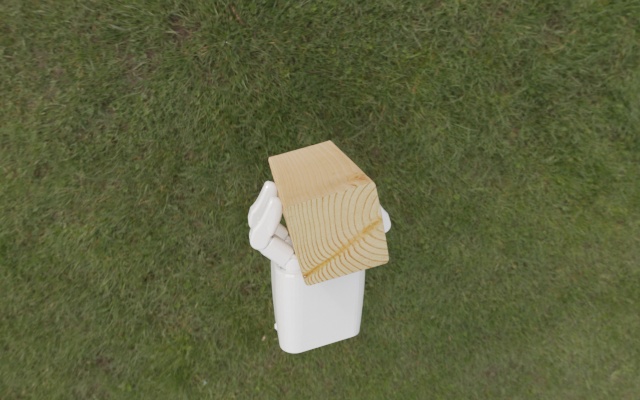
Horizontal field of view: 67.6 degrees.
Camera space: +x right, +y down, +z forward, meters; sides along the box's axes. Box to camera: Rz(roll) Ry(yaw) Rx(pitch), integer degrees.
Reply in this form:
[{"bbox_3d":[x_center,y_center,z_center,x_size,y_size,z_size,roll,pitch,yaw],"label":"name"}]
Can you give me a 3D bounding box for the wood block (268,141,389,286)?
[{"bbox_3d":[0.000,0.002,0.555,0.091,0.090,0.206,-15,20,-6],"label":"wood block"}]
